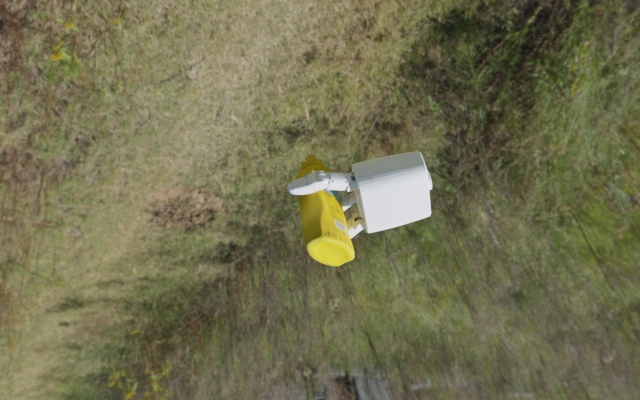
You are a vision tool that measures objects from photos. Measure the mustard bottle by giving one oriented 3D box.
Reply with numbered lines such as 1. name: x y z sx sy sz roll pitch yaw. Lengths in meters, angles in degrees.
1. mustard bottle: 0.000 0.003 0.754 0.058 0.191 0.096 -29 -39 22
